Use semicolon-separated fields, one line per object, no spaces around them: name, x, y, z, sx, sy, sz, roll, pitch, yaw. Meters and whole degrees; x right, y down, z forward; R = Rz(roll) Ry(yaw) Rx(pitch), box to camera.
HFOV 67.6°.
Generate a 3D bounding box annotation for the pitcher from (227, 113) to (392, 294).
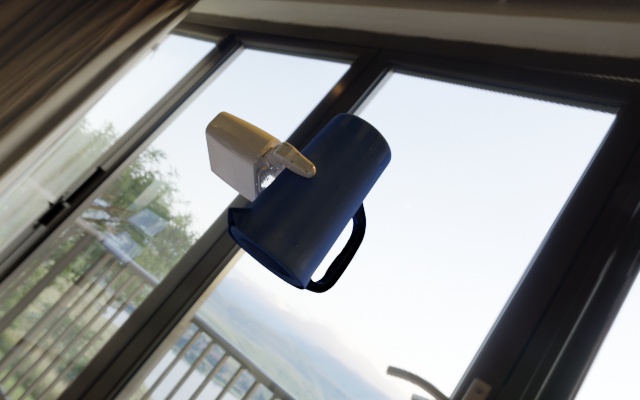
pitcher;0.000;0.002;0.678;0.145;0.242;0.149;32;-19;23
